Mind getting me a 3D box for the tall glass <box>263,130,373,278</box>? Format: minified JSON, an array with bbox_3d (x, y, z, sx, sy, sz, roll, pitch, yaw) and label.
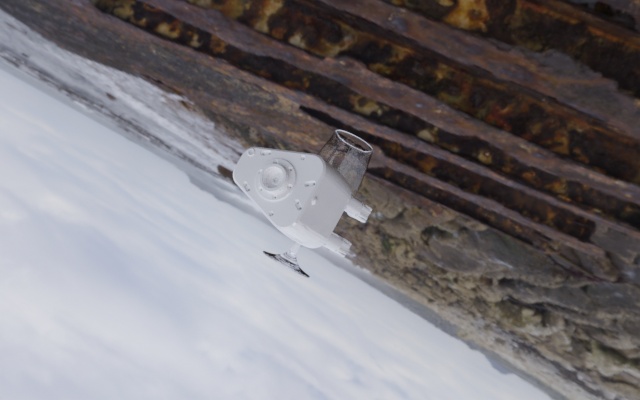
[{"bbox_3d":[0.000,0.003,0.668,0.079,0.201,0.079,29,-5,3],"label":"tall glass"}]
